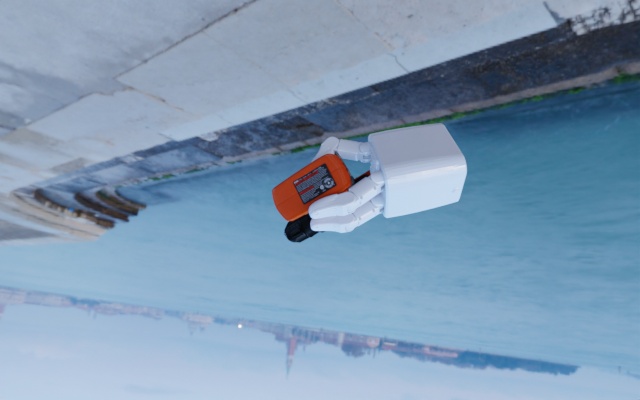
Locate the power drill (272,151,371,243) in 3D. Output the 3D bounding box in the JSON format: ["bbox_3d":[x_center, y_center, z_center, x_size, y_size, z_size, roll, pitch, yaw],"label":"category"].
[{"bbox_3d":[0.000,0.002,0.700,0.184,0.057,0.188,-33,-15,11],"label":"power drill"}]
